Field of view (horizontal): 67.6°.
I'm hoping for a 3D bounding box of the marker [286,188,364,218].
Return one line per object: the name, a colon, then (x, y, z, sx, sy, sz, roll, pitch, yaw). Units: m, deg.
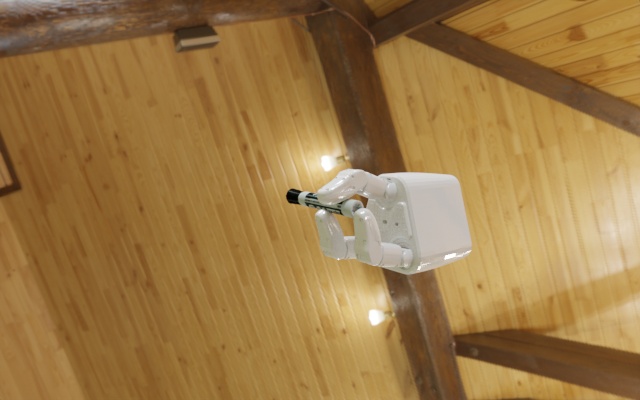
marker: (0.000, 0.002, 0.536, 0.020, 0.020, 0.121, 0, 7, -39)
